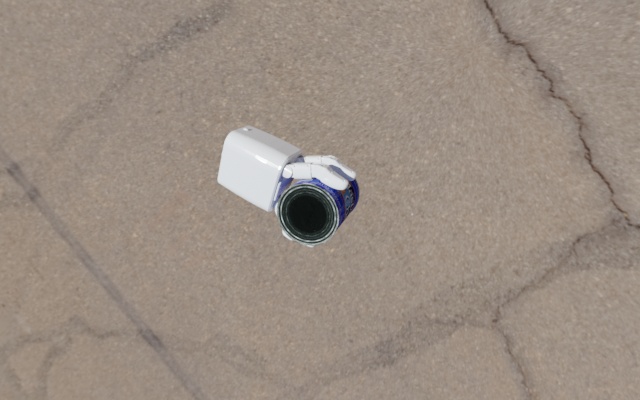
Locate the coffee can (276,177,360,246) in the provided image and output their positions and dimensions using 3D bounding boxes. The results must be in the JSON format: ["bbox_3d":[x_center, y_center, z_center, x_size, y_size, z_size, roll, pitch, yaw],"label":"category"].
[{"bbox_3d":[0.000,0.003,0.798,0.103,0.103,0.140,0,17,18],"label":"coffee can"}]
